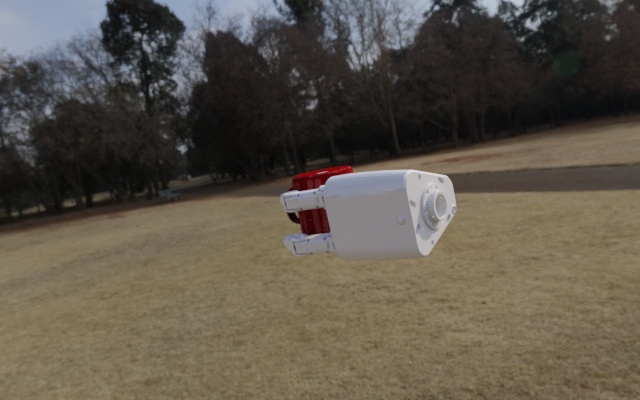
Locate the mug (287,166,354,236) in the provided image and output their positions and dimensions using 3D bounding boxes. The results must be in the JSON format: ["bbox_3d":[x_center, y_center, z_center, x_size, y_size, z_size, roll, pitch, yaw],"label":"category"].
[{"bbox_3d":[-0.001,0.002,0.634,0.117,0.081,0.093,-5,9,40],"label":"mug"}]
